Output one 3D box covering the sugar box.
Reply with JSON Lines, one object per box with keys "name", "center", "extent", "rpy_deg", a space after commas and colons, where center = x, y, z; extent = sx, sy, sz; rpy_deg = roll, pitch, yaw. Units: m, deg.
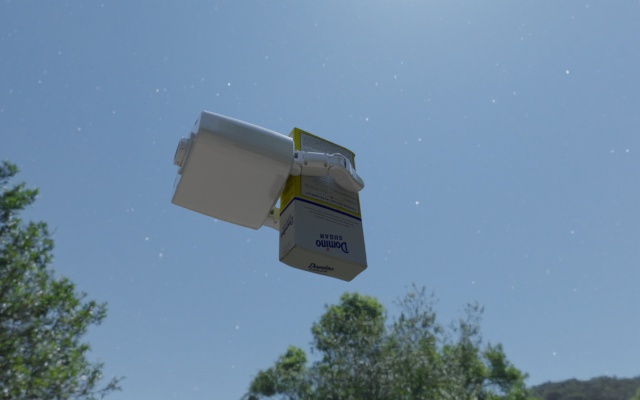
{"name": "sugar box", "center": [0.000, 0.002, 0.563], "extent": [0.093, 0.176, 0.048], "rpy_deg": [19, -41, -24]}
